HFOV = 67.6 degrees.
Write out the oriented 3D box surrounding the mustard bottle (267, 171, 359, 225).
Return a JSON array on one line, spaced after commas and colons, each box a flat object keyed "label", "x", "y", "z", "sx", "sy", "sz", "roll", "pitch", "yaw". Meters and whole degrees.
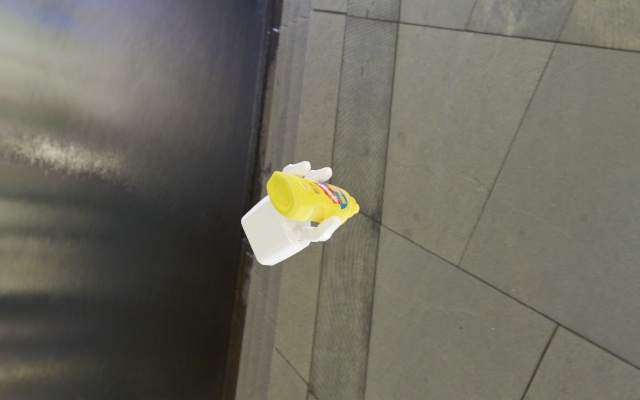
[{"label": "mustard bottle", "x": 0.000, "y": 0.003, "z": 0.866, "sx": 0.191, "sy": 0.058, "sz": 0.096, "roll": 12, "pitch": 30, "yaw": -43}]
